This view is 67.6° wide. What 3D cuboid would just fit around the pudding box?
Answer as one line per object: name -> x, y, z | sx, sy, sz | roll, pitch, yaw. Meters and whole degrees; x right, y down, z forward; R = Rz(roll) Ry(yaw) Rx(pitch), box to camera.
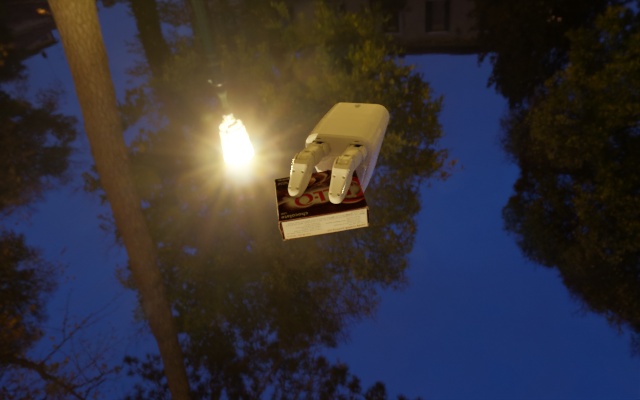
pudding box -> 0.000, 0.002, 0.618 | 0.113, 0.039, 0.090 | -11, 38, -1
